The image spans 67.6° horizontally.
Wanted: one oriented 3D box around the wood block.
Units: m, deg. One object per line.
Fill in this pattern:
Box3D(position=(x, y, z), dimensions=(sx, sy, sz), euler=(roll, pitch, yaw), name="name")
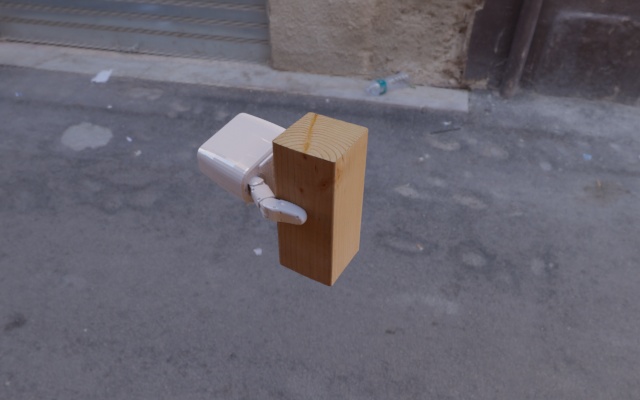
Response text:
Box3D(position=(0.000, 0.002, 0.641), dimensions=(0.090, 0.206, 0.090), euler=(20, 42, 24), name="wood block")
